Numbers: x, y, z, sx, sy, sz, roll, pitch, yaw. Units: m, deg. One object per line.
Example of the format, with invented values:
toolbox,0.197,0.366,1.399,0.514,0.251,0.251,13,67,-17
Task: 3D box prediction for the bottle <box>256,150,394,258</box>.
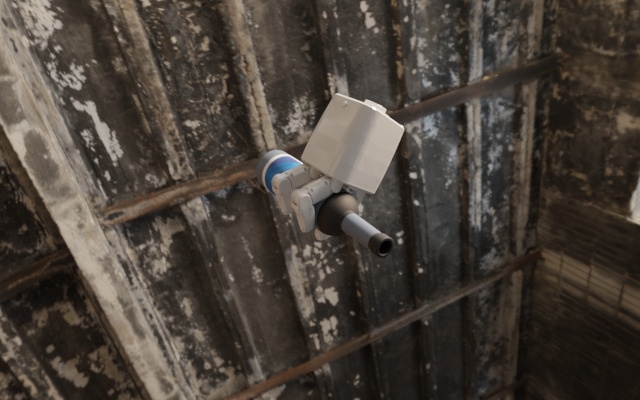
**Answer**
bottle,0.000,0.002,0.680,0.069,0.069,0.295,0,22,-34
